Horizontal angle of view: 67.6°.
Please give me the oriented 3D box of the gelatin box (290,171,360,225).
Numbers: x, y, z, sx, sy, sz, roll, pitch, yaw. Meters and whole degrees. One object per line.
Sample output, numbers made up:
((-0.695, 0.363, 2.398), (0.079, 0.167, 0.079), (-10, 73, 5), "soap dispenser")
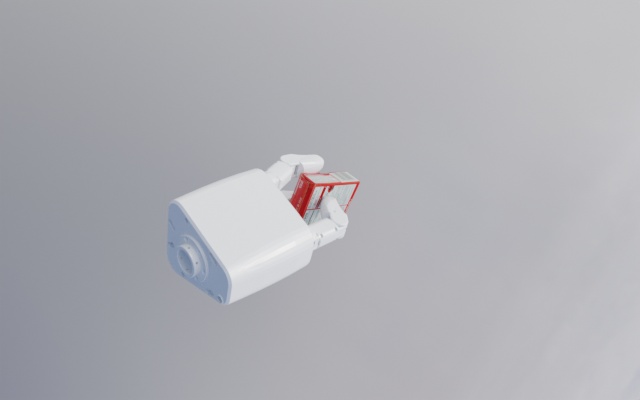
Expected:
((0.001, 0.002, 0.595), (0.089, 0.073, 0.030), (-6, 37, -47), "gelatin box")
